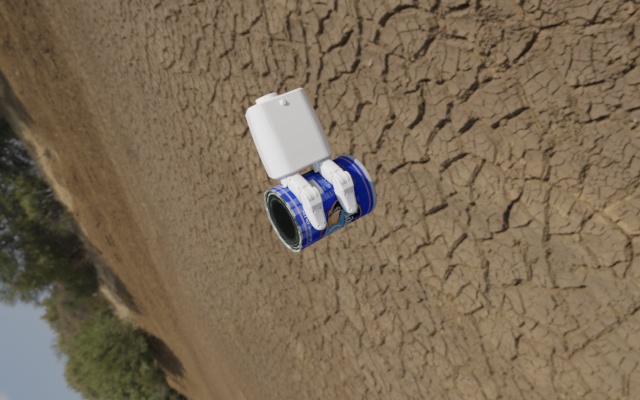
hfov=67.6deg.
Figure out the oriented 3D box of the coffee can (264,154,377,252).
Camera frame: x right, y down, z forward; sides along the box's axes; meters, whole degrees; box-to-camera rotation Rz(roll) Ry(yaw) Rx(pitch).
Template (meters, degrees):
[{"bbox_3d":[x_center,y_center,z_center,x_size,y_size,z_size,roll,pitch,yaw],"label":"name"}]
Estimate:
[{"bbox_3d":[0.000,0.002,0.730,0.140,0.103,0.103,-27,12,-24],"label":"coffee can"}]
